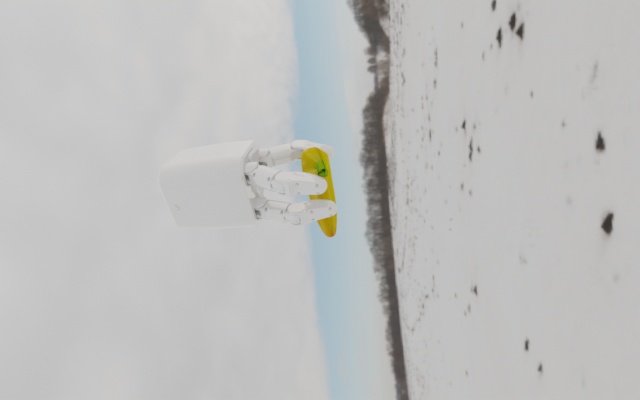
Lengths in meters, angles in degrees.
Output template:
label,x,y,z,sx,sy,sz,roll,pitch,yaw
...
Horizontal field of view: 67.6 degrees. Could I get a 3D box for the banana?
label,x,y,z,sx,sy,sz,roll,pitch,yaw
banana,-0.001,-0.016,0.634,0.037,0.069,0.198,-6,-26,4
